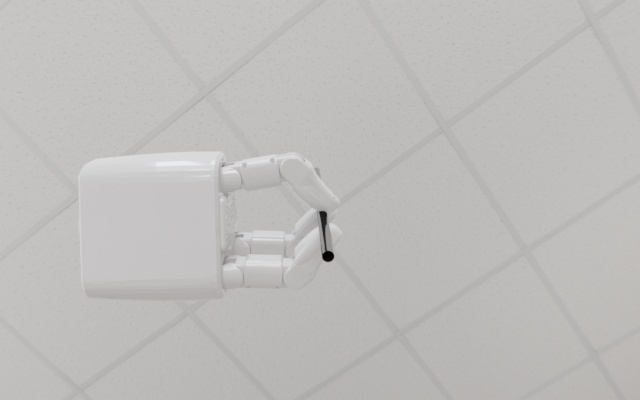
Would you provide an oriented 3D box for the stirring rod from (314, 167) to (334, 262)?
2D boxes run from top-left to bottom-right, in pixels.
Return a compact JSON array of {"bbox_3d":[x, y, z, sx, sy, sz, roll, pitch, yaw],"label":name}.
[{"bbox_3d":[0.000,0.001,0.421,0.011,0.011,0.239,0,17,-2],"label":"stirring rod"}]
